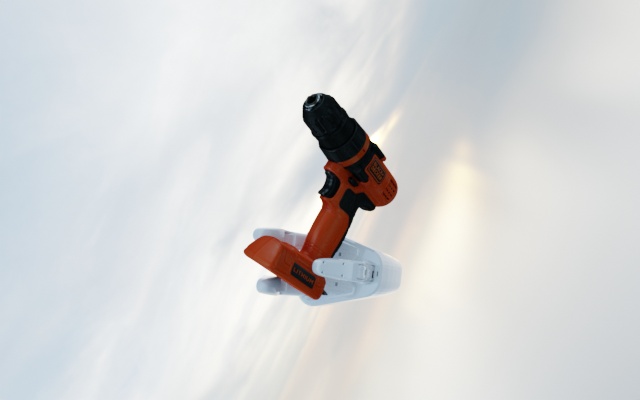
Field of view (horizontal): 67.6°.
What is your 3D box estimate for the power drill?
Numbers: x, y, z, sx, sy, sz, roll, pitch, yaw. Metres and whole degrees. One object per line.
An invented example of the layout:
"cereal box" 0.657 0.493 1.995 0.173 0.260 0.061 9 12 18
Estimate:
"power drill" 0.000 0.002 0.524 0.057 0.187 0.184 24 -15 45
